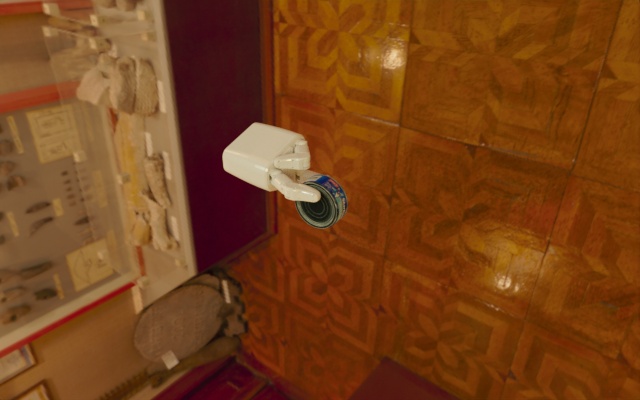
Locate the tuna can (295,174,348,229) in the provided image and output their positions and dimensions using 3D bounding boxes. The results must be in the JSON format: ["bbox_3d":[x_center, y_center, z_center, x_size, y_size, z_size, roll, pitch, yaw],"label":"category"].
[{"bbox_3d":[0.000,0.003,0.783,0.086,0.086,0.033,0,24,36],"label":"tuna can"}]
